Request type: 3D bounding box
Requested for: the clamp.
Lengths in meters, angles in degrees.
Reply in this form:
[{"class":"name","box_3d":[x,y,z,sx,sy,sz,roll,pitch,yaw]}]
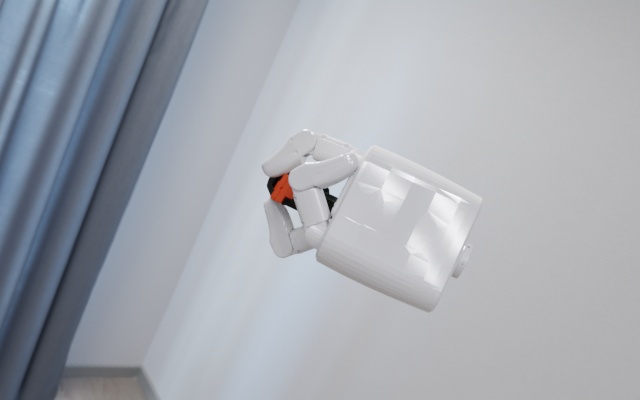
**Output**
[{"class":"clamp","box_3d":[0.000,0.001,0.513,0.120,0.039,0.171,25,6,10]}]
